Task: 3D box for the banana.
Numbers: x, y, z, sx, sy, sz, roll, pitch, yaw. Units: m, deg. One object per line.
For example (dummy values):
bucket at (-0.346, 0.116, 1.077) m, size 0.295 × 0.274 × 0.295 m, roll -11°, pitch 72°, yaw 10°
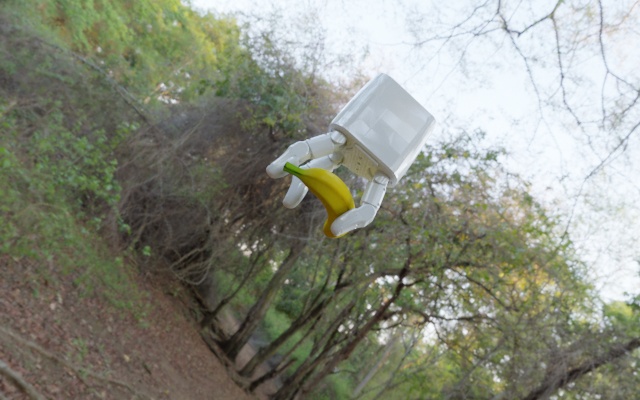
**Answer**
banana at (0.015, 0.007, 0.632) m, size 0.069 × 0.037 × 0.198 m, roll 23°, pitch -21°, yaw 27°
